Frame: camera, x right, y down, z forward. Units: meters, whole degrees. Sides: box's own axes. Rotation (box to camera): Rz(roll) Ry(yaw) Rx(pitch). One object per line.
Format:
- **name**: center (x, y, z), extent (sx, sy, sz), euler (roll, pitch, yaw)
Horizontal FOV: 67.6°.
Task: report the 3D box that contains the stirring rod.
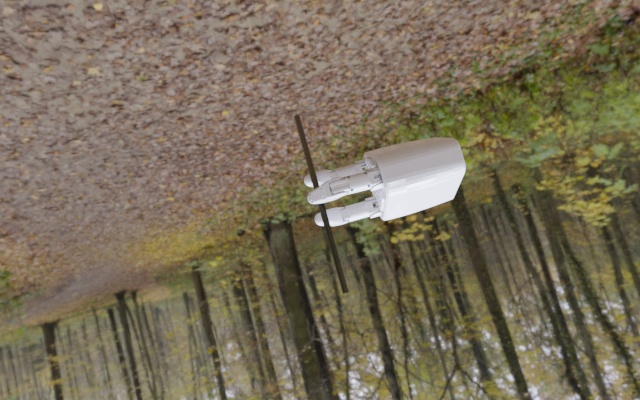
- **stirring rod**: center (0.000, 0.002, 0.620), extent (0.011, 0.239, 0.011), euler (-15, -8, -2)
